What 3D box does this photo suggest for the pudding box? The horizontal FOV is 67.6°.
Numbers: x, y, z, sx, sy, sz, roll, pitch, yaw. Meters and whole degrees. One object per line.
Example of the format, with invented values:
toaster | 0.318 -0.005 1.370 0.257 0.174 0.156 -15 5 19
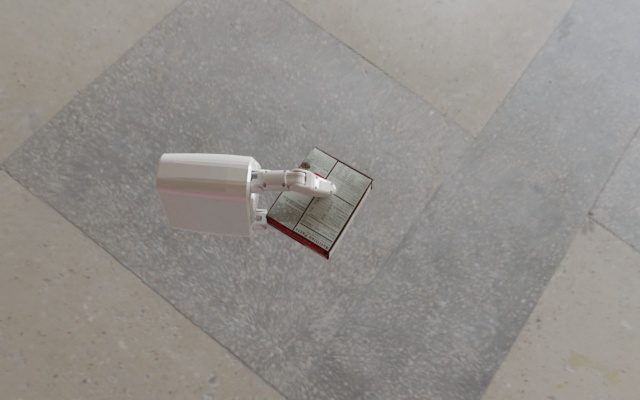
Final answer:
pudding box | 0.000 0.002 0.585 0.090 0.113 0.039 31 -15 8
